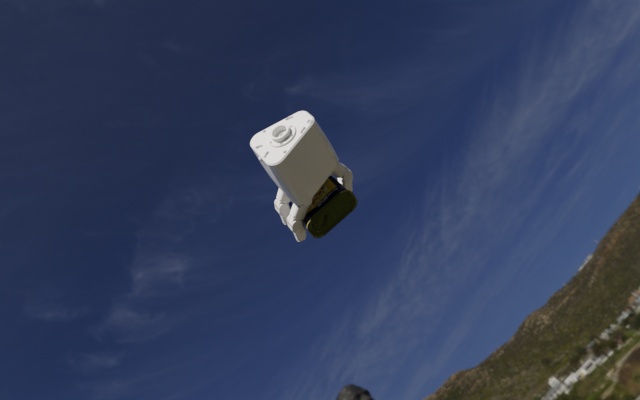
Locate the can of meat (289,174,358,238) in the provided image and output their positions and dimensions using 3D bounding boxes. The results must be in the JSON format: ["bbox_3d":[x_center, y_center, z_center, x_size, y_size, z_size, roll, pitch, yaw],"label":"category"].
[{"bbox_3d":[0.000,0.003,0.854,0.084,0.102,0.057,46,-3,42],"label":"can of meat"}]
